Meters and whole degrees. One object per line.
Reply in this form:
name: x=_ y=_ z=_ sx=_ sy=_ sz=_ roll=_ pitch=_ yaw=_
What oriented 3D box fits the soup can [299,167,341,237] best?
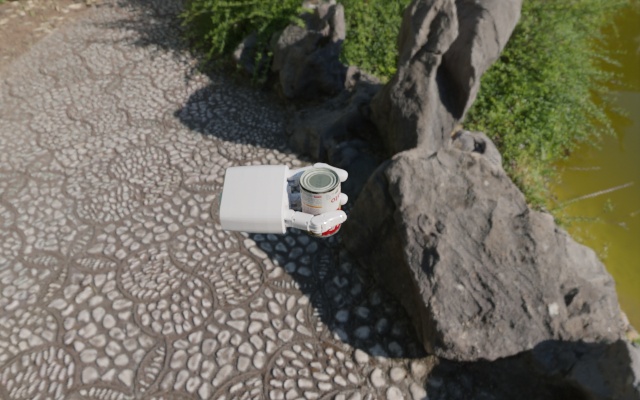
soup can: x=0.001 y=0.002 z=0.802 sx=0.068 sy=0.102 sz=0.068 roll=-2 pitch=42 yaw=1
